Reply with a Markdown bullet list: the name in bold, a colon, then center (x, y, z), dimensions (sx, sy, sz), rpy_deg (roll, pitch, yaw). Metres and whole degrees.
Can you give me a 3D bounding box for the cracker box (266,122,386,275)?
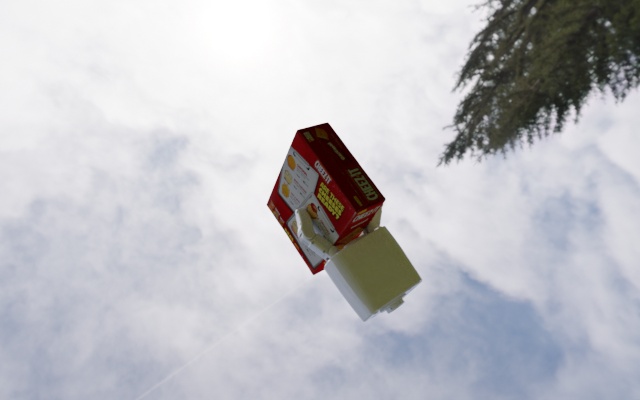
- **cracker box**: center (0.000, 0.003, 0.795), dimensions (0.072, 0.164, 0.214), rpy_deg (-23, -23, -33)
